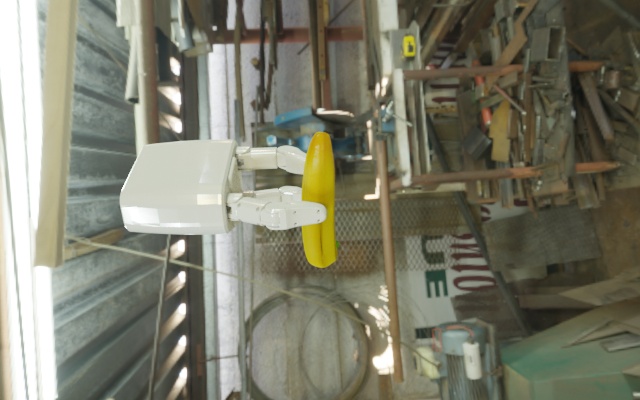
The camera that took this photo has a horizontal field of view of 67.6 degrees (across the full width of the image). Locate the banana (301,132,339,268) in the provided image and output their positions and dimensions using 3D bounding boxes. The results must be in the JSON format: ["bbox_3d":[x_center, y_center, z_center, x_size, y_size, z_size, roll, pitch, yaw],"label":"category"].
[{"bbox_3d":[-0.001,0.018,0.524,0.037,0.069,0.198,1,-41,5],"label":"banana"}]
